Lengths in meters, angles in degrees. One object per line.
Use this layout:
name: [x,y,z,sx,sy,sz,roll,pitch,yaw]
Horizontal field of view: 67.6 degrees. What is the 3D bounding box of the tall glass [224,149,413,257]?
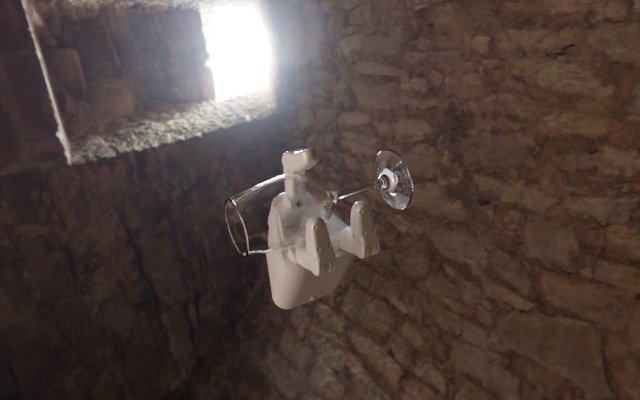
tall glass: [0.001,0.001,0.525,0.201,0.079,0.079,-17,7,-26]
